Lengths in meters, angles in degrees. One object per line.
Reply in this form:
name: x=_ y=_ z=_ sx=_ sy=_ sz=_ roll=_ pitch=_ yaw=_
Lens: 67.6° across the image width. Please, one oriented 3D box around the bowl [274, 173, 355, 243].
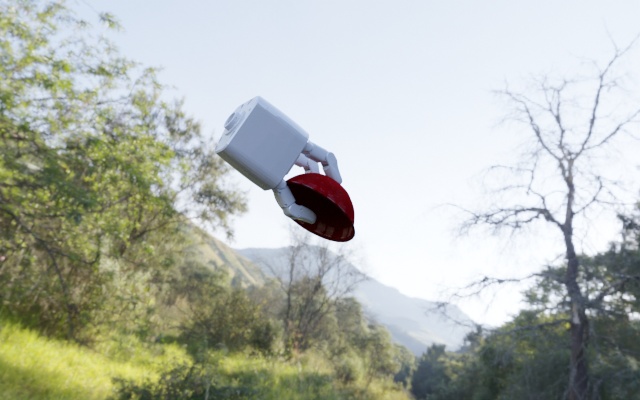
bowl: x=0.001 y=0.003 z=0.825 sx=0.162 sy=0.055 sz=0.162 roll=26 pitch=-27 yaw=15
